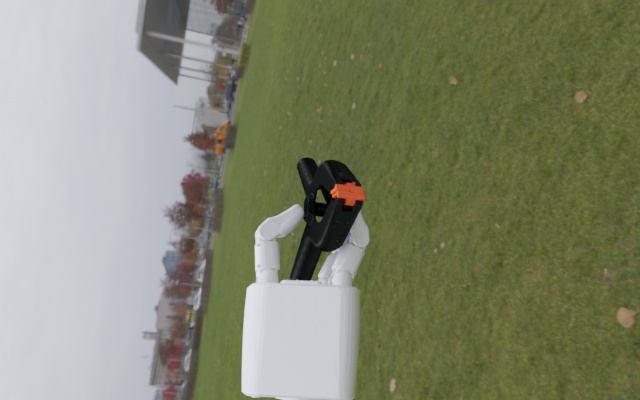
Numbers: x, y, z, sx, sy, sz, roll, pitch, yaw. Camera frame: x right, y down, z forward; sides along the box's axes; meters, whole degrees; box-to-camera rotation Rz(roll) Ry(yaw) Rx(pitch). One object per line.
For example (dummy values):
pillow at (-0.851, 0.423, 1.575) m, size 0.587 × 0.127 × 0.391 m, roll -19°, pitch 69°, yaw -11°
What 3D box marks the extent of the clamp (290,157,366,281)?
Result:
clamp at (-0.001, 0.002, 0.526) m, size 0.036 × 0.164 × 0.210 m, roll 5°, pitch -18°, yaw -14°
